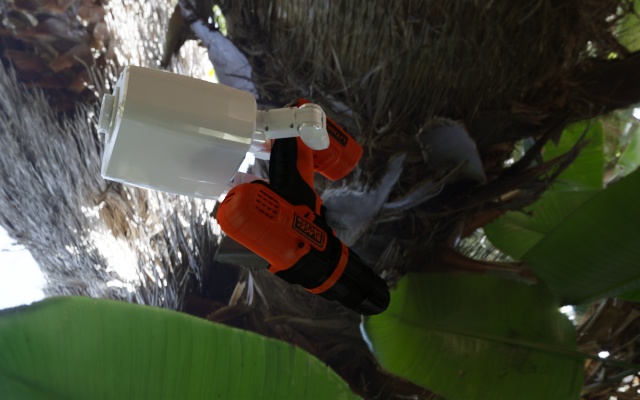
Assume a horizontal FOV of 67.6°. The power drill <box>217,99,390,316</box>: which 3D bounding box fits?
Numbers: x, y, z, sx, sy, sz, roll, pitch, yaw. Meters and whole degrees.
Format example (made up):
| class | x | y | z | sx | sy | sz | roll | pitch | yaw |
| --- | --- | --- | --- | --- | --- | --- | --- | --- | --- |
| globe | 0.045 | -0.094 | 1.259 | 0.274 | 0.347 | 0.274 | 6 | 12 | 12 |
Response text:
| class | x | y | z | sx | sy | sz | roll | pitch | yaw |
| --- | --- | --- | --- | --- | --- | --- | --- | --- | --- |
| power drill | 0.000 | 0.001 | 0.460 | 0.057 | 0.187 | 0.184 | -34 | -58 | 32 |
